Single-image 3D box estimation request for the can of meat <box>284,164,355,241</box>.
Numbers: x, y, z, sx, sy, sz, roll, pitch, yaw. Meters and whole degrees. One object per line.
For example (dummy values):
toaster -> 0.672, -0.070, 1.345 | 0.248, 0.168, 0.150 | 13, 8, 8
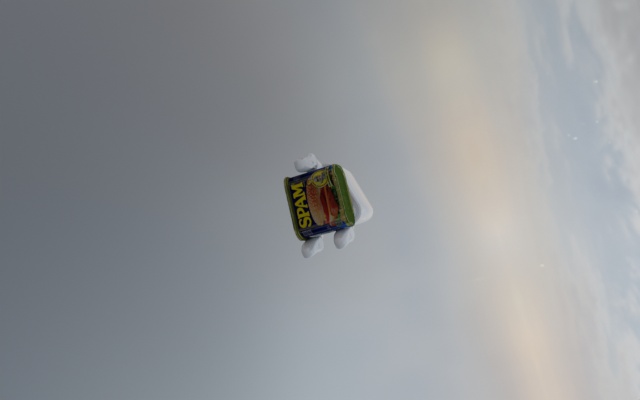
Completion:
can of meat -> 0.000, 0.002, 0.725 | 0.084, 0.102, 0.057 | -16, -10, 18
